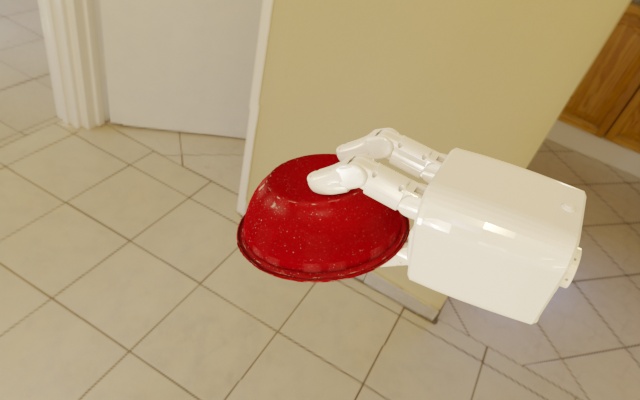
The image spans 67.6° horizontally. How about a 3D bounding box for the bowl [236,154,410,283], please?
[{"bbox_3d":[-0.001,0.001,0.436,0.162,0.055,0.162,-4,32,2],"label":"bowl"}]
